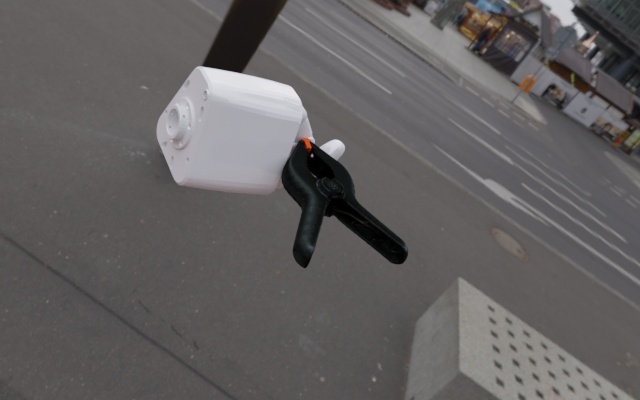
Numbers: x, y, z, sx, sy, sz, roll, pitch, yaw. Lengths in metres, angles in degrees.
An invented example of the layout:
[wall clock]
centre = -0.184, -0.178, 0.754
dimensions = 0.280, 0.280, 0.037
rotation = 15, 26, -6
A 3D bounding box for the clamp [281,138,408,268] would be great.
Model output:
[clamp]
centre = 0.000, 0.001, 0.471
dimensions = 0.120, 0.039, 0.171
rotation = 1, 42, -41
